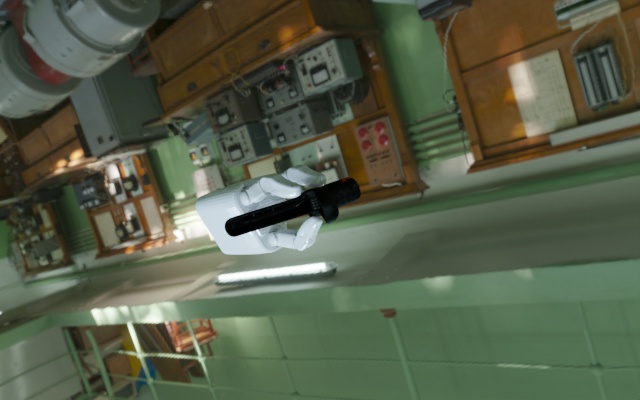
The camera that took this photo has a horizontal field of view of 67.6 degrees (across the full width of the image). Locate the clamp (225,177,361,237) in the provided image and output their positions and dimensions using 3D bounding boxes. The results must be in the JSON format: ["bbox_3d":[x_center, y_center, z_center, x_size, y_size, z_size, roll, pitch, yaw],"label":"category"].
[{"bbox_3d":[0.000,0.003,0.632,0.164,0.036,0.210,-7,10,40],"label":"clamp"}]
